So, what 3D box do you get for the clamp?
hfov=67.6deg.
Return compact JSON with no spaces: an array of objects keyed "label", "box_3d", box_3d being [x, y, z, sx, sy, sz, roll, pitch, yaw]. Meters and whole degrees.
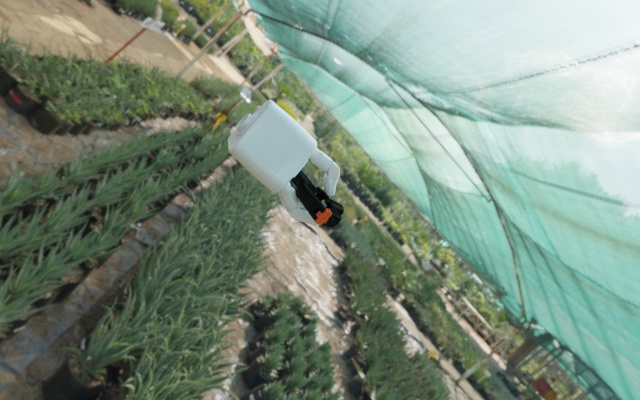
[{"label":"clamp","box_3d":[0.001,0.002,0.847,0.164,0.036,0.210,40,9,-23]}]
